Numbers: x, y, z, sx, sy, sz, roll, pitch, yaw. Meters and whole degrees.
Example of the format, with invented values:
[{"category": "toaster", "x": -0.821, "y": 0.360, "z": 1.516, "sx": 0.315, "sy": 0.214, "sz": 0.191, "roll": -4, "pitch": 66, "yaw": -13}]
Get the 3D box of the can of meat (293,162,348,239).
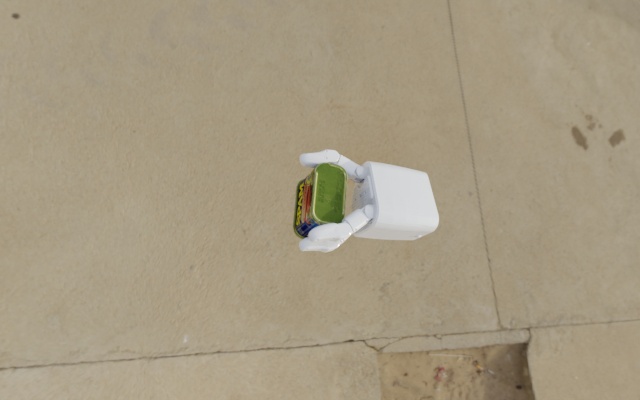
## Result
[{"category": "can of meat", "x": 0.000, "y": 0.002, "z": 0.719, "sx": 0.057, "sy": 0.102, "sz": 0.084, "roll": 11, "pitch": -21, "yaw": -17}]
